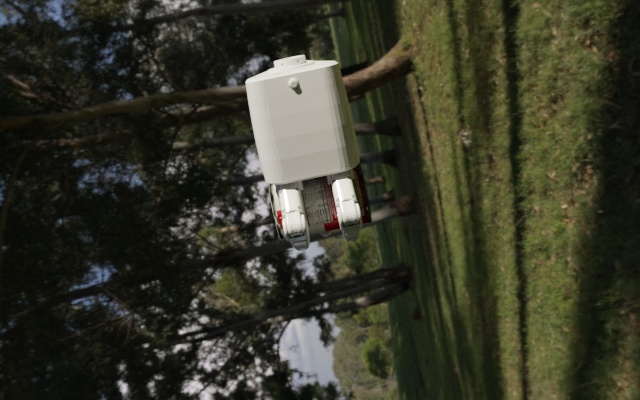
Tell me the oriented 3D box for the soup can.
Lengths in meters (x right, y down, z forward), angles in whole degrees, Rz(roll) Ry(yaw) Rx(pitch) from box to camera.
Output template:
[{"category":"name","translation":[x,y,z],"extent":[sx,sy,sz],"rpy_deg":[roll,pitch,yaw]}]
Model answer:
[{"category":"soup can","translation":[0.000,0.002,0.529],"extent":[0.102,0.068,0.068],"rpy_deg":[-12,0,1]}]
